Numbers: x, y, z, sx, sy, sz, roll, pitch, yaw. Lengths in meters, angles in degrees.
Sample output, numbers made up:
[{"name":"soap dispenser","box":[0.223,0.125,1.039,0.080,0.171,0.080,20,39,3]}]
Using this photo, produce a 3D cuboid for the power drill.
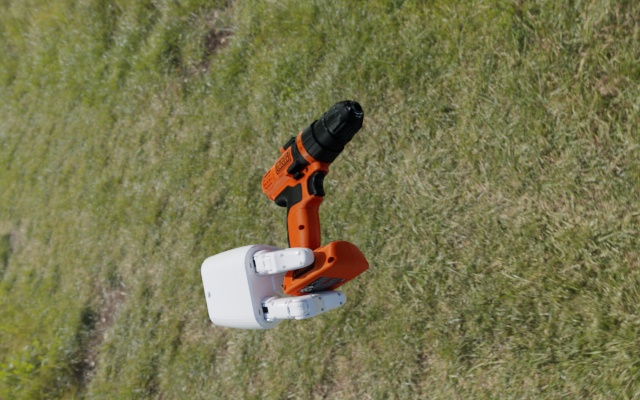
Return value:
[{"name":"power drill","box":[0.000,0.002,0.544,0.057,0.187,0.184,11,-35,-32]}]
